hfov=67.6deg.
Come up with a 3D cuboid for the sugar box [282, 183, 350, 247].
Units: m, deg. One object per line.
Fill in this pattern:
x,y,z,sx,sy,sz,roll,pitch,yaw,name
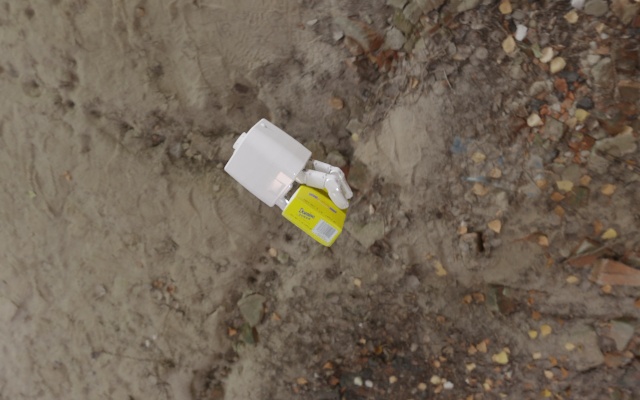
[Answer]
0.000,0.002,0.816,0.093,0.048,0.176,37,25,-7,sugar box
